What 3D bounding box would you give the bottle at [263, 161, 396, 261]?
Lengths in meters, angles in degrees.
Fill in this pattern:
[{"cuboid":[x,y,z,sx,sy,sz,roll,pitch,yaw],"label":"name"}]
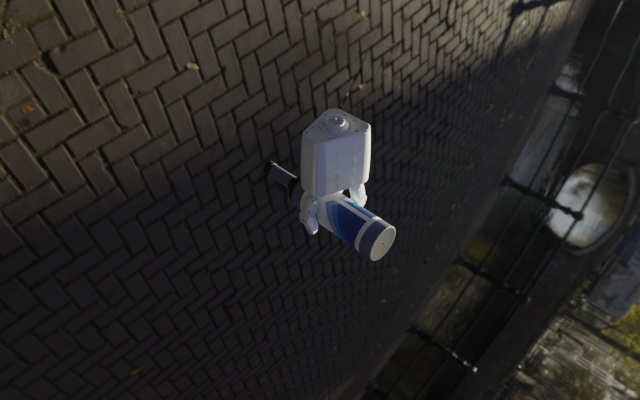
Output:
[{"cuboid":[0.000,0.003,0.867,0.295,0.069,0.069,34,20,32],"label":"bottle"}]
